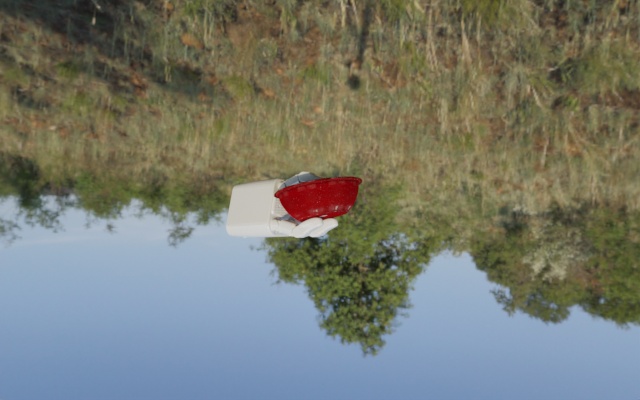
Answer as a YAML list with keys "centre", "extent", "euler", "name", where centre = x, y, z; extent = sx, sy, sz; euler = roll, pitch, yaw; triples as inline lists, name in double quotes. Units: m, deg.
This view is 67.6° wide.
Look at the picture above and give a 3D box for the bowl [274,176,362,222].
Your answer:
- centre: [0.001, 0.003, 0.856]
  extent: [0.162, 0.055, 0.162]
  euler: [-10, -9, -2]
  name: "bowl"
